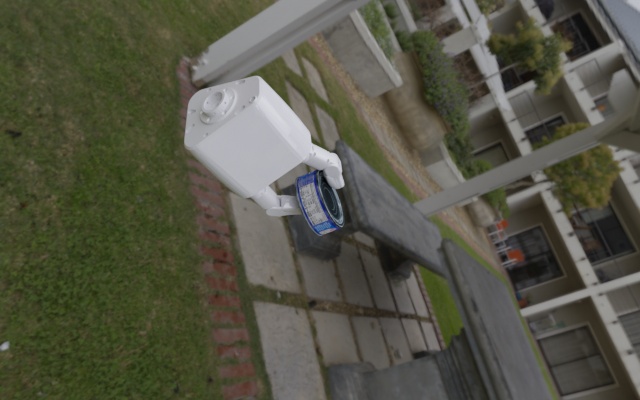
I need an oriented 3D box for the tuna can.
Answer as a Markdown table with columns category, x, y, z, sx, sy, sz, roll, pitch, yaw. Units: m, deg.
| category | x | y | z | sx | sy | sz | roll | pitch | yaw |
| --- | --- | --- | --- | --- | --- | --- | --- | --- | --- |
| tuna can | 0.001 | 0.002 | 0.638 | 0.034 | 0.086 | 0.086 | -21 | -6 | 16 |
